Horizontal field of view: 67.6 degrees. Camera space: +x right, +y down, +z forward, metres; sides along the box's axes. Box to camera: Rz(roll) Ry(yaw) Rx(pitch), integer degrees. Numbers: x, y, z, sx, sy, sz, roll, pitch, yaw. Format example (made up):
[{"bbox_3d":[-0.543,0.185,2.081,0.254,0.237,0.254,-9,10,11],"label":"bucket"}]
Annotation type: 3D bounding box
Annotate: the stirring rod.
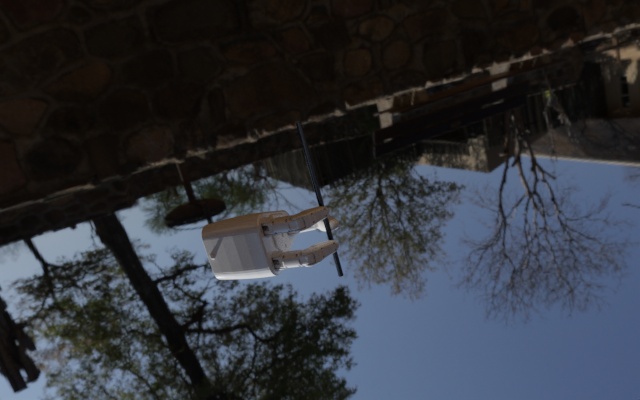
[{"bbox_3d":[0.000,0.002,0.703,0.011,0.239,0.011,-15,14,4],"label":"stirring rod"}]
